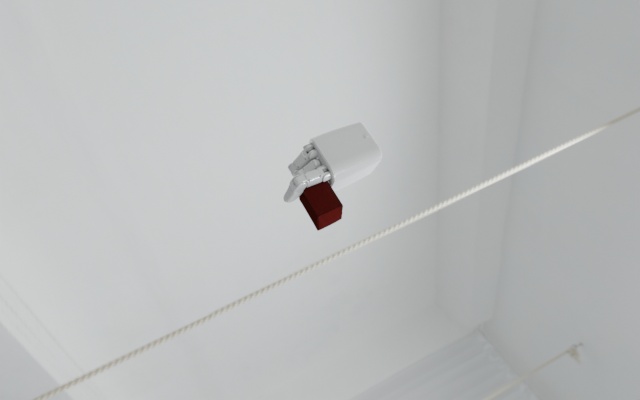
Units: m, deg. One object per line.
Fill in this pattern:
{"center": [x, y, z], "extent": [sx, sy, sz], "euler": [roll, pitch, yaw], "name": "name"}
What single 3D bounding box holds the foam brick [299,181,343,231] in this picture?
{"center": [0.000, 0.003, 0.861], "extent": [0.051, 0.078, 0.053], "euler": [-23, -28, -15], "name": "foam brick"}
